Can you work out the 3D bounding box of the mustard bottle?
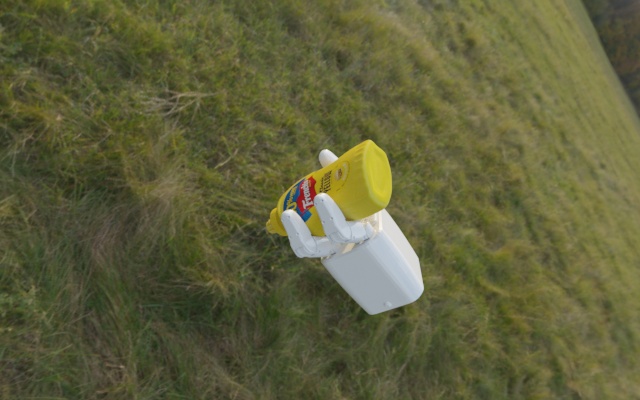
[{"bbox_3d":[0.000,0.002,0.619,0.192,0.096,0.058,-28,-47,34],"label":"mustard bottle"}]
